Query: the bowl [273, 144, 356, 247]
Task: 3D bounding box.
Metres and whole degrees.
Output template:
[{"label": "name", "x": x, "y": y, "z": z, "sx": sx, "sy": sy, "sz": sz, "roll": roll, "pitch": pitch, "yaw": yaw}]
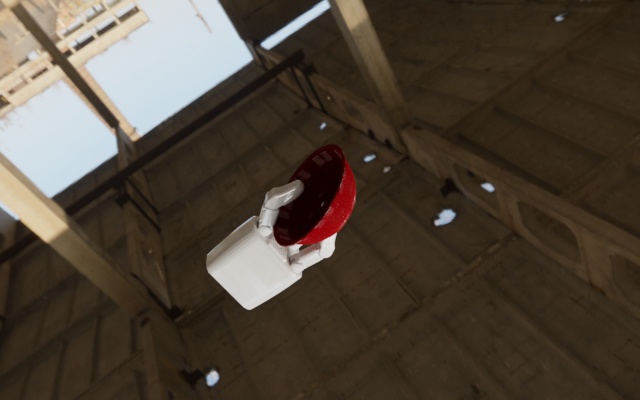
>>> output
[{"label": "bowl", "x": 0.001, "y": 0.002, "z": 0.681, "sx": 0.055, "sy": 0.162, "sz": 0.162, "roll": 30, "pitch": -15, "yaw": -26}]
